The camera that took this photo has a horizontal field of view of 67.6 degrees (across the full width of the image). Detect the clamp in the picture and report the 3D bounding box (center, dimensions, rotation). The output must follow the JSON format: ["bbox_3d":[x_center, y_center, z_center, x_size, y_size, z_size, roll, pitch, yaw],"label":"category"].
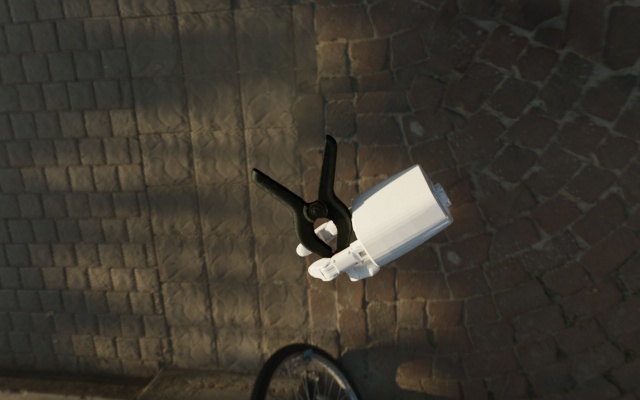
[{"bbox_3d":[0.000,0.002,0.628,0.120,0.171,0.039,-32,8,15],"label":"clamp"}]
